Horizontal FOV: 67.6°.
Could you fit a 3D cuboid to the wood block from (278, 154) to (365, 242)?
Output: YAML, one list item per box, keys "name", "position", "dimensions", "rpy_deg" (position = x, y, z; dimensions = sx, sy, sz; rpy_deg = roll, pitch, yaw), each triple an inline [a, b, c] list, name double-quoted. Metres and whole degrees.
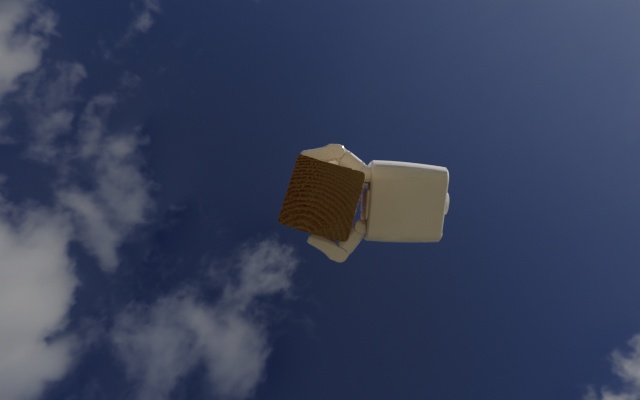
- name: "wood block"
  position: [0.000, 0.003, 0.679]
  dimensions: [0.090, 0.091, 0.206]
  rpy_deg: [16, -3, 0]
